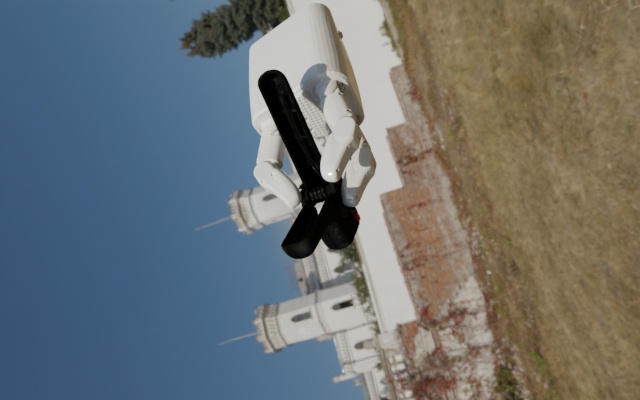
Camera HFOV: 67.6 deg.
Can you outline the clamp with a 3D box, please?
[{"bbox_3d":[-0.001,0.002,0.450,0.036,0.164,0.210,-15,-30,14],"label":"clamp"}]
